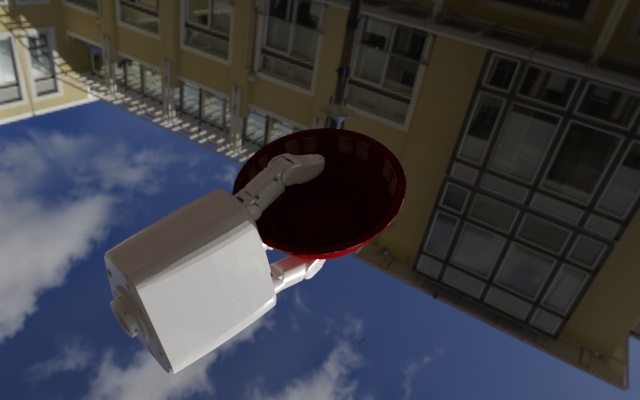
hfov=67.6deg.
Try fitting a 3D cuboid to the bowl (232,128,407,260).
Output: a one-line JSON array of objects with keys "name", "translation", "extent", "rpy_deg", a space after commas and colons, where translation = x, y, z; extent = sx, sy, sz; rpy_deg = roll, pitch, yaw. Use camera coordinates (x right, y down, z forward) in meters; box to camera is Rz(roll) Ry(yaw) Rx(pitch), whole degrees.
[{"name": "bowl", "translation": [0.001, 0.001, 0.462], "extent": [0.162, 0.162, 0.055], "rpy_deg": [0, -42, 8]}]
